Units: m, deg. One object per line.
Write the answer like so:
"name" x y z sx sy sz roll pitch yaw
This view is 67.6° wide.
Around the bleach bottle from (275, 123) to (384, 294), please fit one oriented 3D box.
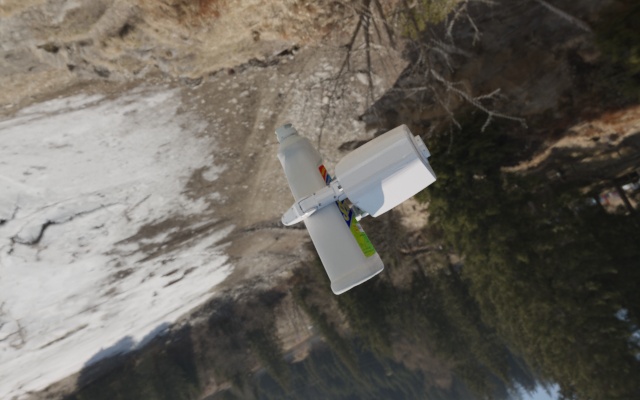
"bleach bottle" 0.000 0.002 0.681 0.068 0.251 0.102 -30 -9 16
